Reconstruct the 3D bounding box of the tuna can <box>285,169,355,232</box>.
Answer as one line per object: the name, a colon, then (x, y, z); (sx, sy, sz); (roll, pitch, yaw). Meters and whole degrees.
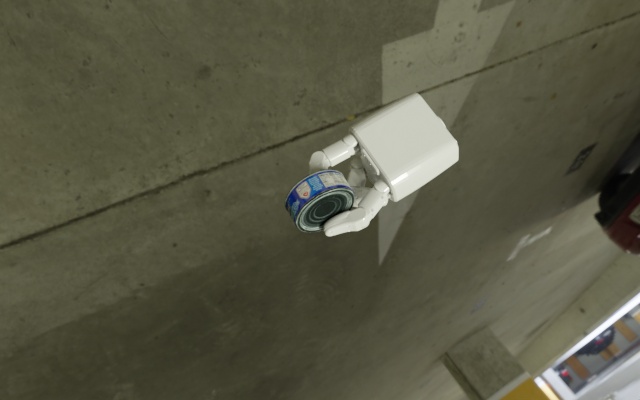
tuna can: (0.000, 0.002, 0.606); (0.086, 0.033, 0.086); (-22, -32, -15)
